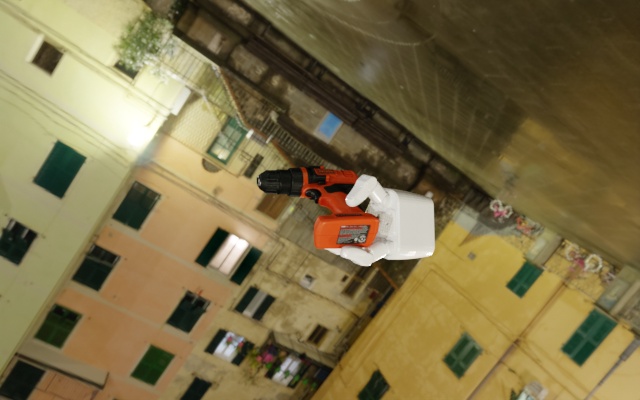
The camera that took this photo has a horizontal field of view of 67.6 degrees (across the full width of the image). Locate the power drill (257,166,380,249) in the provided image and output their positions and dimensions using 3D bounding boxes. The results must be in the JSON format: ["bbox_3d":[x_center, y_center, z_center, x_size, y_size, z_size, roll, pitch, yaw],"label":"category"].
[{"bbox_3d":[0.001,0.003,0.778,0.184,0.057,0.187,-1,33,-20],"label":"power drill"}]
